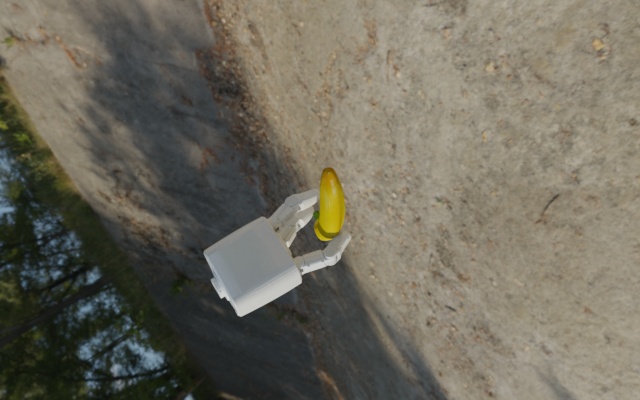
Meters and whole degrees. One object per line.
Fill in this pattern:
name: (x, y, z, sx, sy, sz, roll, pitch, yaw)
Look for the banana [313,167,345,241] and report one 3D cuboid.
banana: (0.009, 0.019, 0.726, 0.037, 0.069, 0.198, -27, -15, -17)
